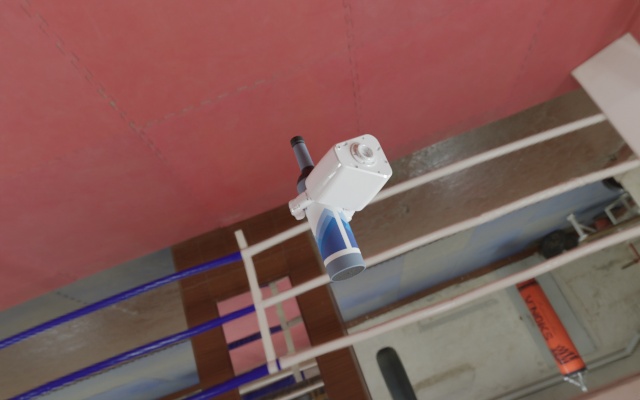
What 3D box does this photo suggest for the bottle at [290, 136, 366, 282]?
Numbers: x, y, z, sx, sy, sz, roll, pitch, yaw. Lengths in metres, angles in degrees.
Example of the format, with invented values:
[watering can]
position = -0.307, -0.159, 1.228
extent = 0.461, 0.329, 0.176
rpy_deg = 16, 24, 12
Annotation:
[bottle]
position = 0.000, 0.003, 0.892
extent = 0.069, 0.295, 0.069
rpy_deg = -17, -25, -8
